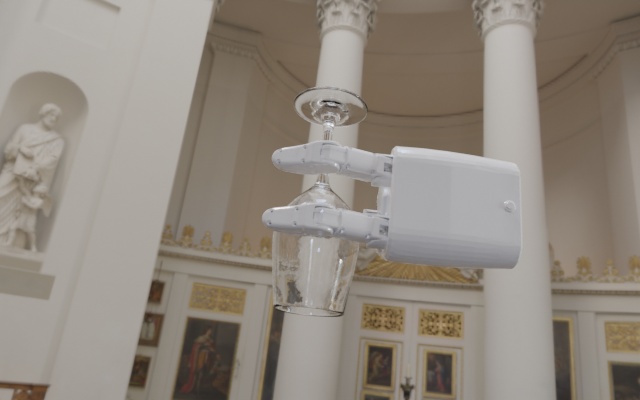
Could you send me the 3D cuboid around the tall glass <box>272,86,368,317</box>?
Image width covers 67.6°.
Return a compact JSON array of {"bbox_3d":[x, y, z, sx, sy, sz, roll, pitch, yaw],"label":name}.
[{"bbox_3d":[0.000,0.001,0.439,0.079,0.201,0.079,6,-19,2],"label":"tall glass"}]
